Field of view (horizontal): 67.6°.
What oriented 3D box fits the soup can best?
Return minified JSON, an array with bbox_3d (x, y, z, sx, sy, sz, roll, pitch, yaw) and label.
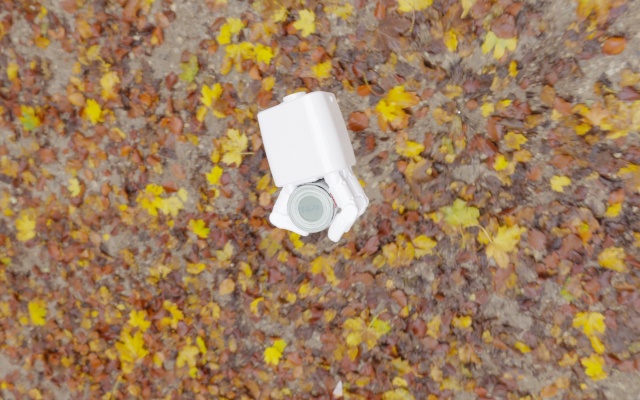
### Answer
[{"bbox_3d":[0.000,0.003,0.675,0.068,0.068,0.102,0,10,16],"label":"soup can"}]
